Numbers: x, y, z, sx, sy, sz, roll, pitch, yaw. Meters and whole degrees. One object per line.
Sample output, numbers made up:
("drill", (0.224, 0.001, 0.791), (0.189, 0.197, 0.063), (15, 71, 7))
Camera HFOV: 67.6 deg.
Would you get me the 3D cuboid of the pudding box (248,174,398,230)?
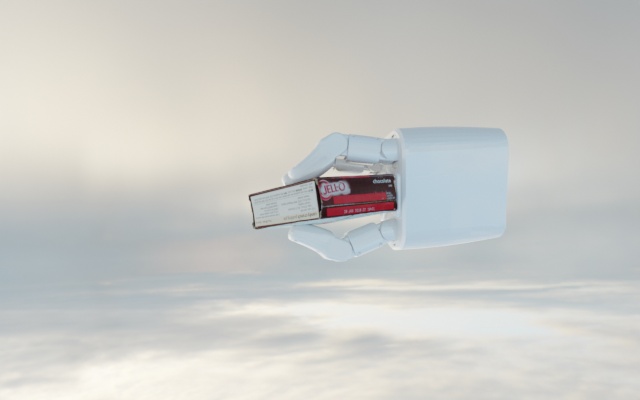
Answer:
("pudding box", (0.000, 0.002, 0.441), (0.090, 0.039, 0.113), (-3, -7, -38))
